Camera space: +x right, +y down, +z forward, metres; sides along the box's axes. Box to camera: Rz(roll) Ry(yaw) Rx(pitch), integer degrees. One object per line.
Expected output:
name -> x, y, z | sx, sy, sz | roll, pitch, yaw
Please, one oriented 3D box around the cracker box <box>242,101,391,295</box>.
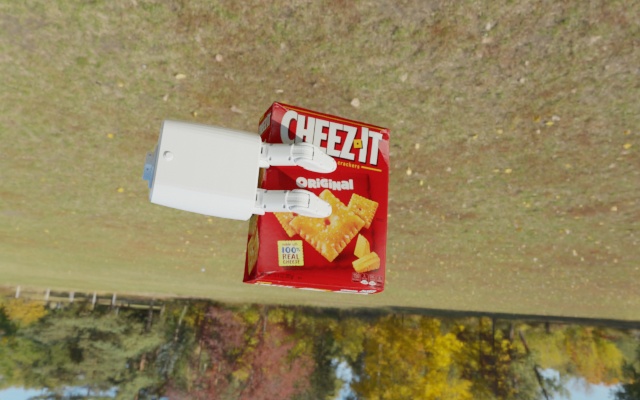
cracker box -> 0.000, 0.002, 0.591 | 0.164, 0.213, 0.072 | 10, -15, -21
